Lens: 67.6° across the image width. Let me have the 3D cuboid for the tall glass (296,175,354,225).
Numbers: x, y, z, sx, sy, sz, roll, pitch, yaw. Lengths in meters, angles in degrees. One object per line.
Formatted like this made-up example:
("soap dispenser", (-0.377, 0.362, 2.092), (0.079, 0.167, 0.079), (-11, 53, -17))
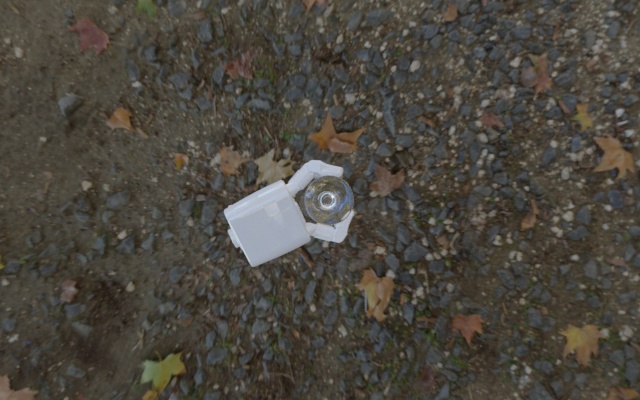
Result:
("tall glass", (0.000, 0.003, 0.804), (0.079, 0.079, 0.201), (0, -2, -7))
